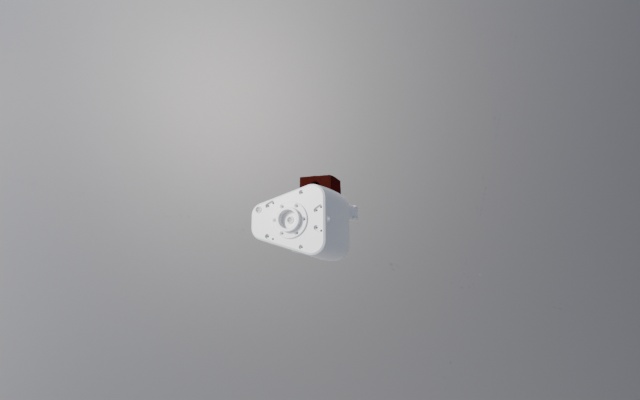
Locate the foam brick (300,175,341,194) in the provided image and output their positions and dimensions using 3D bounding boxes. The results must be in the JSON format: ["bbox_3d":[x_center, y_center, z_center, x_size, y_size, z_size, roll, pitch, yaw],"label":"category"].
[{"bbox_3d":[0.000,0.002,0.745,0.053,0.078,0.051,-3,-10,19],"label":"foam brick"}]
